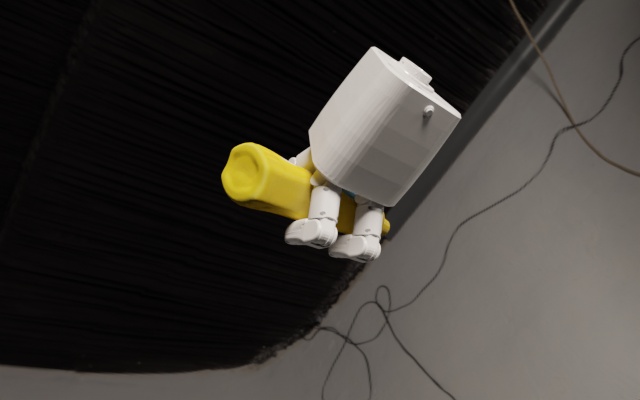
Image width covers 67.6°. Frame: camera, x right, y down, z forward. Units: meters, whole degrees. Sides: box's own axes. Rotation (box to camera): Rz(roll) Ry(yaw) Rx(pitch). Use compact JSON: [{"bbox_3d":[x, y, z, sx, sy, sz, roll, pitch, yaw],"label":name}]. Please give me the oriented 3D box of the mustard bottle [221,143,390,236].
[{"bbox_3d":[0.000,0.002,0.492,0.192,0.058,0.096,21,2,-34],"label":"mustard bottle"}]
